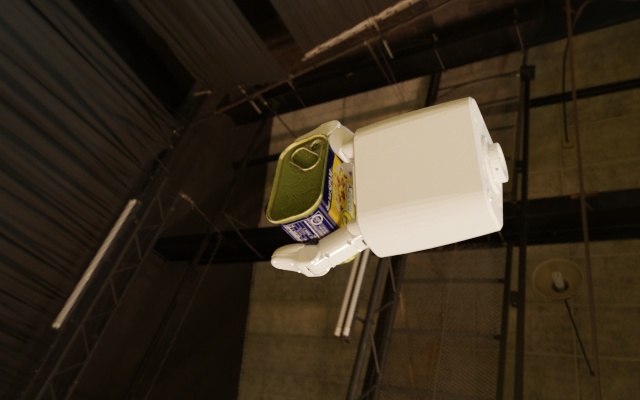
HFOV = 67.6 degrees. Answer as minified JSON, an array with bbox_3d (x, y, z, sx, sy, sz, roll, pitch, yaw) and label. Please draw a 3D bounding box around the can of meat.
[{"bbox_3d":[0.000,0.002,0.462,0.057,0.102,0.084,-18,-47,26],"label":"can of meat"}]
